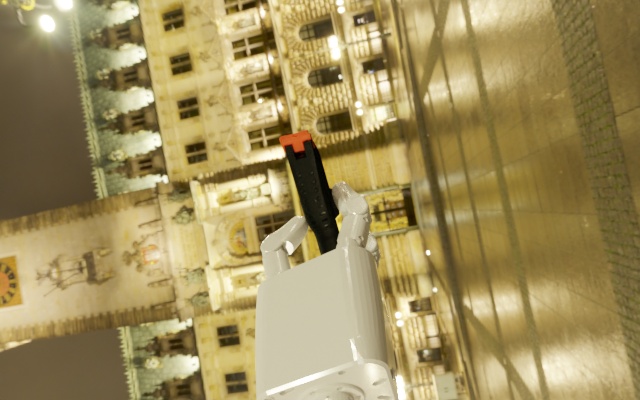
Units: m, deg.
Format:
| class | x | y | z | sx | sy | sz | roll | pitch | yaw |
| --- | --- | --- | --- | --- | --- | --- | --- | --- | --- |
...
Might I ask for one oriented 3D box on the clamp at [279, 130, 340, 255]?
| class | x | y | z | sx | sy | sz | roll | pitch | yaw |
| --- | --- | --- | --- | --- | --- | --- | --- | --- | --- |
| clamp | -0.001 | 0.002 | 0.511 | 0.036 | 0.210 | 0.164 | -15 | 42 | 5 |
